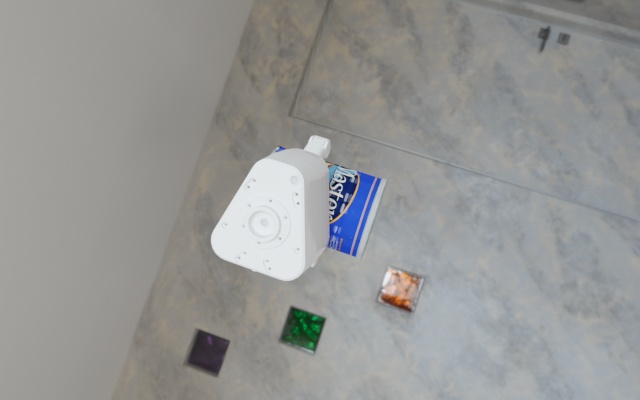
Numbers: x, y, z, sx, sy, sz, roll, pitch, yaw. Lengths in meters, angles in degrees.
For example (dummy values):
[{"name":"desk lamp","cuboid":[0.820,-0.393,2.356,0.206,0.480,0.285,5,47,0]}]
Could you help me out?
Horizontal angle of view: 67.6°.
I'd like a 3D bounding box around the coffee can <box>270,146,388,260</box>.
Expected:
[{"name":"coffee can","cuboid":[0.000,0.002,0.589,0.140,0.103,0.103,18,2,8]}]
